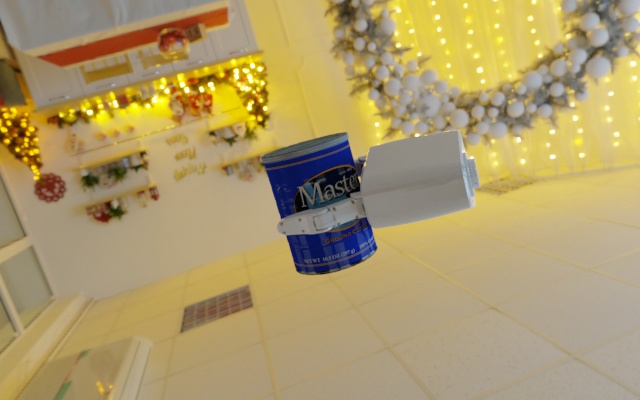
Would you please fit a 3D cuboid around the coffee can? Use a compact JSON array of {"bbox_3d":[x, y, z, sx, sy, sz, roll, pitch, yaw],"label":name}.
[{"bbox_3d":[0.000,0.002,0.558,0.103,0.140,0.102,-15,11,3],"label":"coffee can"}]
